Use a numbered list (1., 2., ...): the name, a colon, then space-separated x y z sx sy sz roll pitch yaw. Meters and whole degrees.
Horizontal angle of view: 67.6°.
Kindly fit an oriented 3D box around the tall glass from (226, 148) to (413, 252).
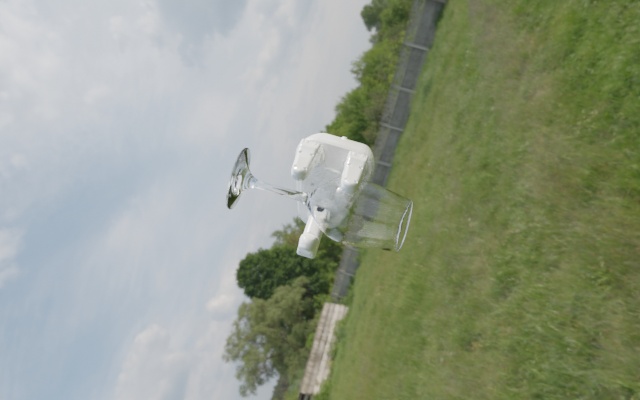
1. tall glass: -0.001 0.002 0.547 0.201 0.079 0.079 16 1 3
